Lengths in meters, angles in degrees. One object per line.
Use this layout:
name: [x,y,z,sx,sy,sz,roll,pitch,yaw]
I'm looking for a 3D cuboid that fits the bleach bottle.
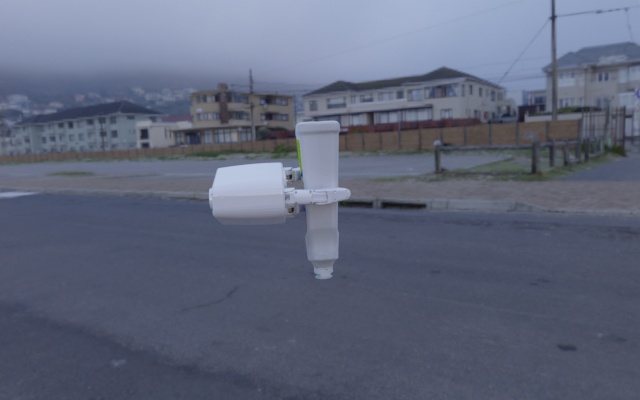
bleach bottle: [0.000,0.002,0.763,0.068,0.251,0.102,-3,7,-3]
